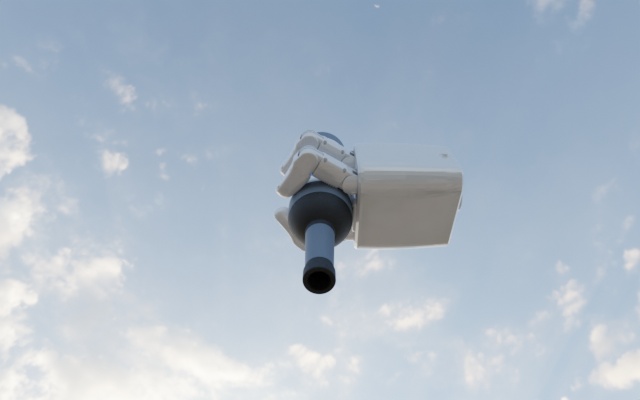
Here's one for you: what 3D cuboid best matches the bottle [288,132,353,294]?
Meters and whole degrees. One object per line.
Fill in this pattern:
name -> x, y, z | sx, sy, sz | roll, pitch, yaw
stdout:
bottle -> 0.000, 0.002, 0.518 | 0.069, 0.069, 0.295 | 0, 26, 1
